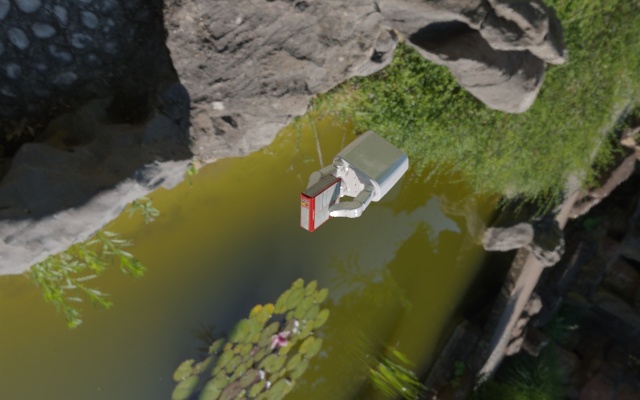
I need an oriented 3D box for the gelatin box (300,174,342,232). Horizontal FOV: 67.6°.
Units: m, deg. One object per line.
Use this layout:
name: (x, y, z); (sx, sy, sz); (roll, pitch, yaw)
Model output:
gelatin box: (0.000, 0.003, 0.863); (0.030, 0.073, 0.089); (24, 40, 28)
